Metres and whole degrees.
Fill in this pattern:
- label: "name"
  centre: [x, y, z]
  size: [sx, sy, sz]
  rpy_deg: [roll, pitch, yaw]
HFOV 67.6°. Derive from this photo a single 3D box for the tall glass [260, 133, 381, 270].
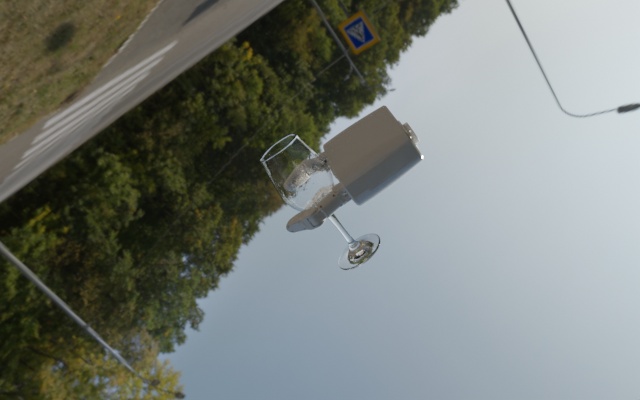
- label: "tall glass"
  centre: [0.000, 0.003, 0.674]
  size: [0.079, 0.201, 0.079]
  rpy_deg: [-33, 20, 14]
